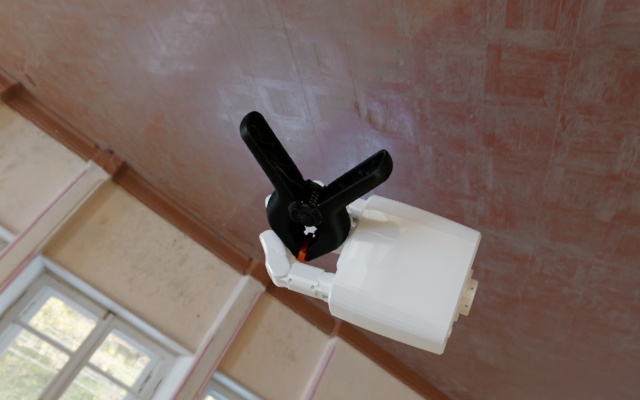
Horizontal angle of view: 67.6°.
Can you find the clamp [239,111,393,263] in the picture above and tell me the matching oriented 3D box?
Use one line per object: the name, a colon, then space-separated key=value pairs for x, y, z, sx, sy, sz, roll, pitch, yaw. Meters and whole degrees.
clamp: x=0.000 y=0.002 z=0.411 sx=0.120 sy=0.039 sz=0.172 roll=17 pitch=-34 yaw=19
